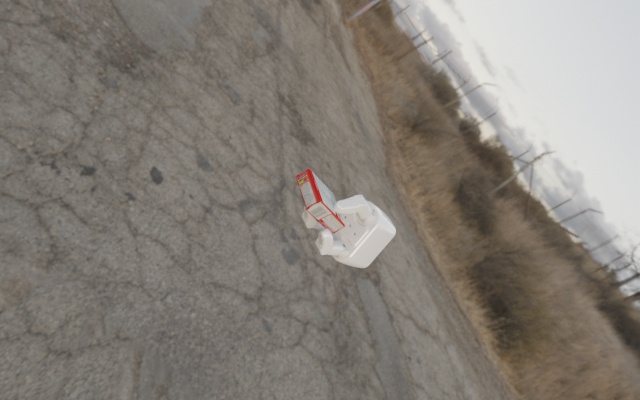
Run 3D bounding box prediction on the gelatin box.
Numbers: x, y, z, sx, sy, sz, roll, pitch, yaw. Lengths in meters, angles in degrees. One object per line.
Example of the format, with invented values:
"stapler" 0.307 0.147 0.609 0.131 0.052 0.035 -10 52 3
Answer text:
"gelatin box" 0.000 0.002 0.761 0.030 0.073 0.089 -30 -40 13
